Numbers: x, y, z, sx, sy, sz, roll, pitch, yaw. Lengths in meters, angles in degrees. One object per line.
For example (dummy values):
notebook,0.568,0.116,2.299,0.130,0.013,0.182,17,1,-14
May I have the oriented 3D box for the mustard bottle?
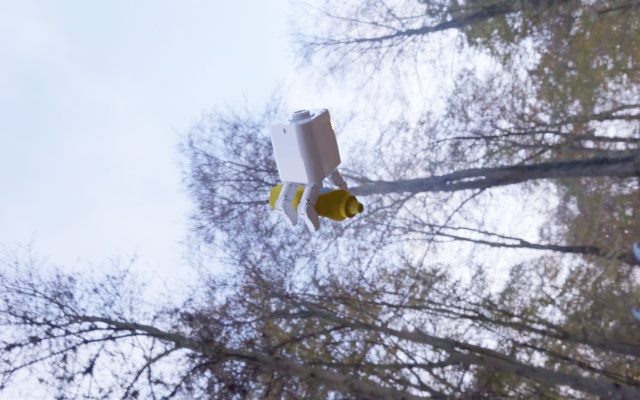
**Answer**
mustard bottle,0.000,0.003,0.888,0.191,0.058,0.096,8,4,42
